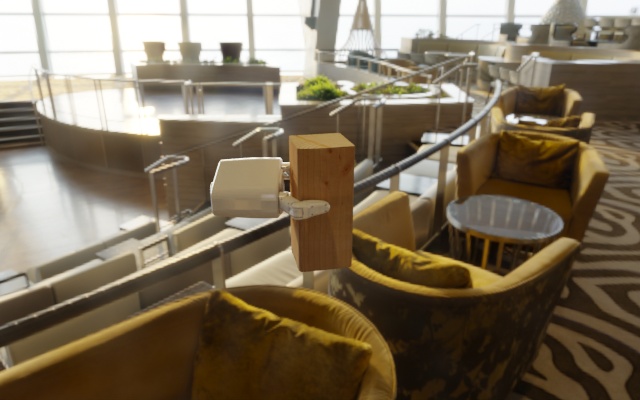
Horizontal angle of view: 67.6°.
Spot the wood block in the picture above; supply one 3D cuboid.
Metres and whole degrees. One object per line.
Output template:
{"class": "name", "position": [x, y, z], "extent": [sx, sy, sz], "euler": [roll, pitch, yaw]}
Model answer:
{"class": "wood block", "position": [0.000, 0.003, 0.783], "extent": [0.090, 0.206, 0.090], "euler": [-4, 22, -11]}
